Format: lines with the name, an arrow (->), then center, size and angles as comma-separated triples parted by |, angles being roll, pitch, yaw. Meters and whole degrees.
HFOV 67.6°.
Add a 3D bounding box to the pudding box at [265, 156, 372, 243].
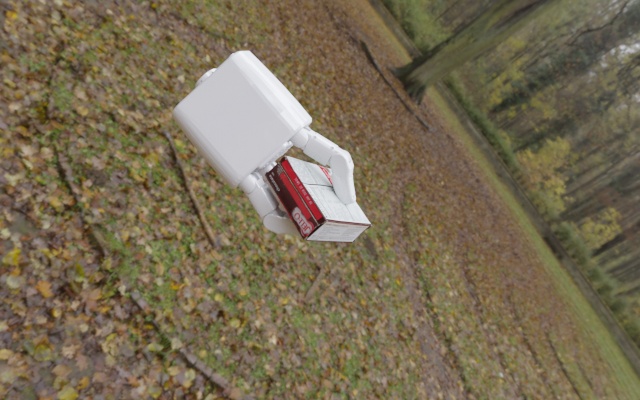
pudding box -> 0.000, 0.002, 0.537 | 0.039, 0.090, 0.113 | -42, -24, 22
